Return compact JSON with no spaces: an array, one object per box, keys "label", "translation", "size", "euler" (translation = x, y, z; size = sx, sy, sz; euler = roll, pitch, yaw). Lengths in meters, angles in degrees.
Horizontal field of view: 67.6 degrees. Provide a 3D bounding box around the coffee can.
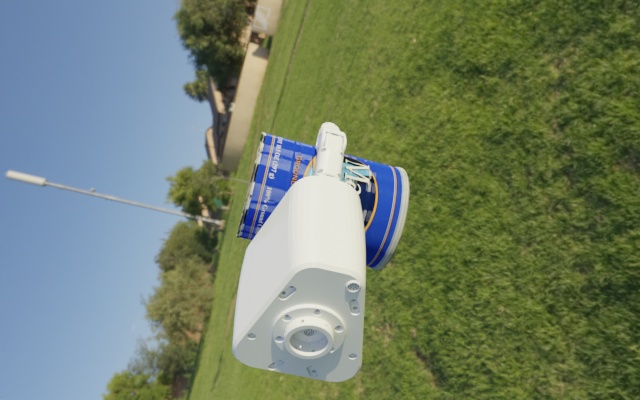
[{"label":"coffee can","translation":[0.000,0.001,0.459],"size":[0.140,0.103,0.103],"euler":[14,-2,-9]}]
